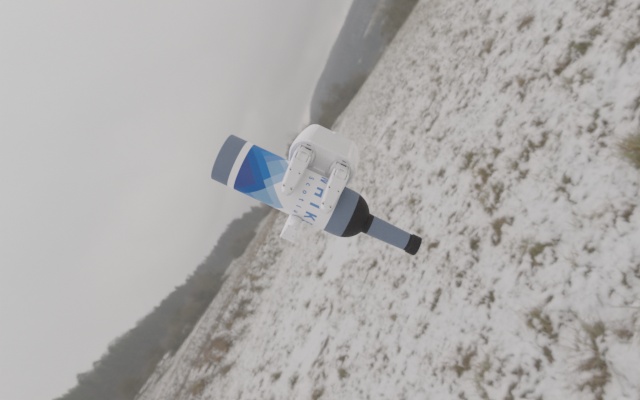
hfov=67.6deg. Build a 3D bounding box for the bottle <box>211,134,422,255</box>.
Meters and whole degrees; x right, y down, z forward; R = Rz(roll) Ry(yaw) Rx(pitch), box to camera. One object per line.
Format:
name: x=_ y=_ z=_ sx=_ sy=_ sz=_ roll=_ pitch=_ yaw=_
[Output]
bottle: x=0.000 y=0.002 z=0.652 sx=0.296 sy=0.069 sz=0.069 roll=25 pitch=-1 yaw=-2
